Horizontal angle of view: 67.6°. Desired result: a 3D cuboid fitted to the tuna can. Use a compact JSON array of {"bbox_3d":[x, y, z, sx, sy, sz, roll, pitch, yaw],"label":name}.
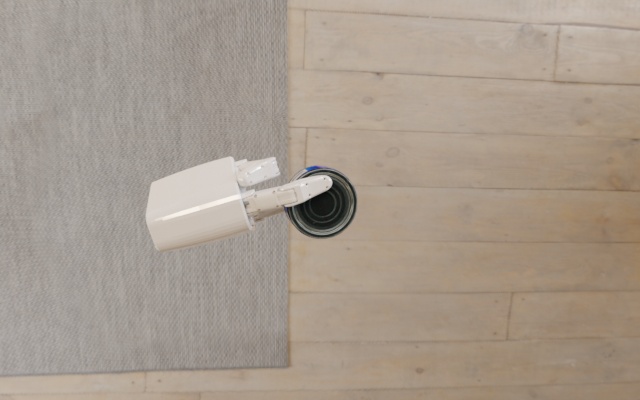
[{"bbox_3d":[0.000,0.002,0.567,0.086,0.086,0.033,0,8,-11],"label":"tuna can"}]
